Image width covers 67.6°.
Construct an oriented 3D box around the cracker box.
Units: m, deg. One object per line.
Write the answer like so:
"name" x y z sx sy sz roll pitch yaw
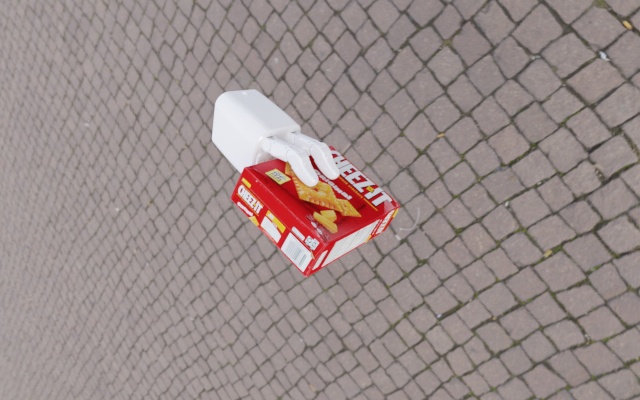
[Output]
"cracker box" 0.000 0.003 0.720 0.164 0.072 0.213 43 35 19
